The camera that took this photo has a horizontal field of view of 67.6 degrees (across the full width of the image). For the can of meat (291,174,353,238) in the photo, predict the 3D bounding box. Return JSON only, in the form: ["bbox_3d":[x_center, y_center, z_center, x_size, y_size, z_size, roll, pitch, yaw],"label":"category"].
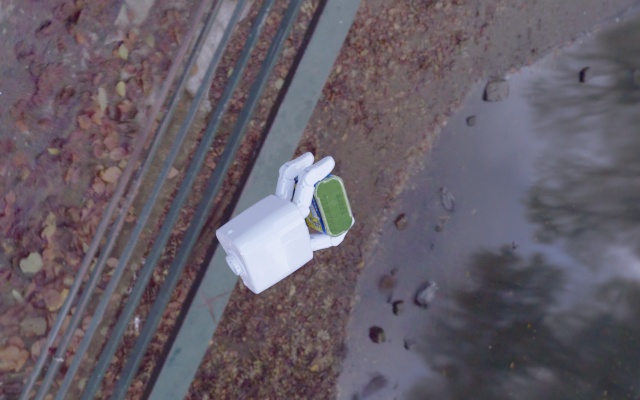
[{"bbox_3d":[0.000,0.003,0.755,0.057,0.102,0.084,-29,25,-24],"label":"can of meat"}]
